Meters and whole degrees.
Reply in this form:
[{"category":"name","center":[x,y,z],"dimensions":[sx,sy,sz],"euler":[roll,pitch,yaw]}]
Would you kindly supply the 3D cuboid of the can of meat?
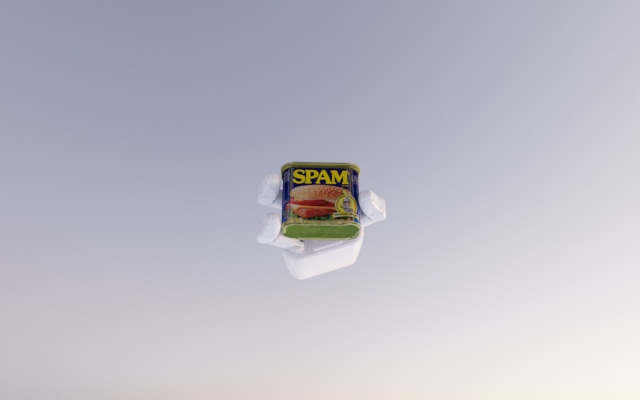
[{"category":"can of meat","center":[0.000,0.002,0.597],"dimensions":[0.102,0.084,0.057],"euler":[1,-26,-3]}]
